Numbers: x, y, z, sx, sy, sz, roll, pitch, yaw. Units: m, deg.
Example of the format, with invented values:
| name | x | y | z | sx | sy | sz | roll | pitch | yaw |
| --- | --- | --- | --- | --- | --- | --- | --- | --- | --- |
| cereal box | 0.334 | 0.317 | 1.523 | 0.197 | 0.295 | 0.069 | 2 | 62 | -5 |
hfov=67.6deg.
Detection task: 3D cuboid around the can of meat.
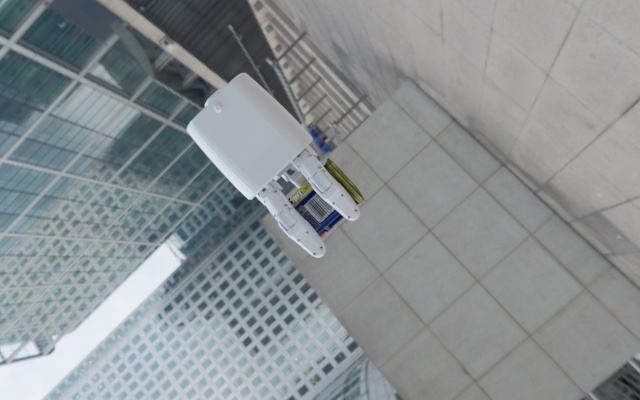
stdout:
| name | x | y | z | sx | sy | sz | roll | pitch | yaw |
| --- | --- | --- | --- | --- | --- | --- | --- | --- | --- |
| can of meat | 0.000 | 0.002 | 0.568 | 0.084 | 0.057 | 0.102 | -43 | 10 | 7 |
